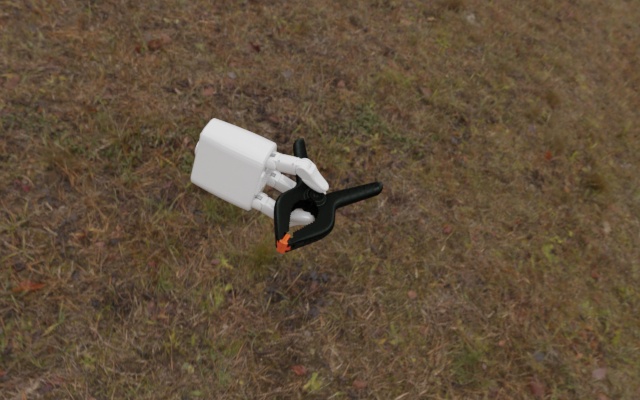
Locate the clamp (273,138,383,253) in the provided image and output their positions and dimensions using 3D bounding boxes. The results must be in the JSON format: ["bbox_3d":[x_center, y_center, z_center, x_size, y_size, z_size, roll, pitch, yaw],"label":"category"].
[{"bbox_3d":[0.000,0.002,0.733,0.164,0.209,0.036,24,-39,2],"label":"clamp"}]
